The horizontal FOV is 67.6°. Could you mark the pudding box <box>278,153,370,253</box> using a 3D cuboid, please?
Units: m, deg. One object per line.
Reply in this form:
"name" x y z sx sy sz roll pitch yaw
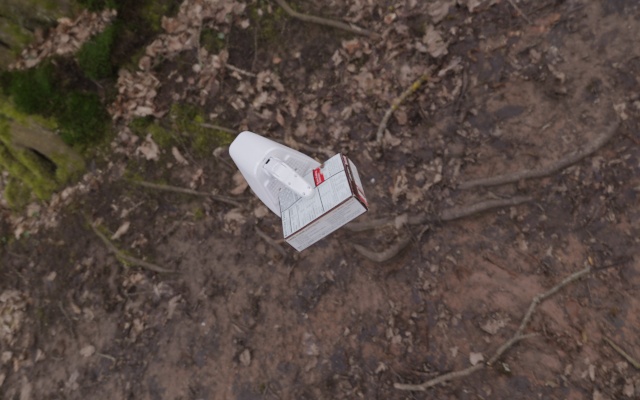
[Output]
"pudding box" 0.000 0.002 0.618 0.113 0.090 0.039 -34 -49 20
